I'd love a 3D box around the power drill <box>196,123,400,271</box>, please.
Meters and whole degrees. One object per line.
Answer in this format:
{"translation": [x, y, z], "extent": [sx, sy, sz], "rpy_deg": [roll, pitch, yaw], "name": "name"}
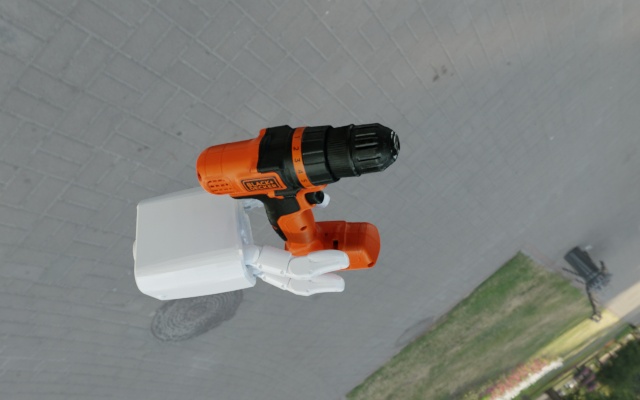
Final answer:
{"translation": [0.000, 0.002, 0.464], "extent": [0.184, 0.057, 0.188], "rpy_deg": [-4, -38, 21], "name": "power drill"}
